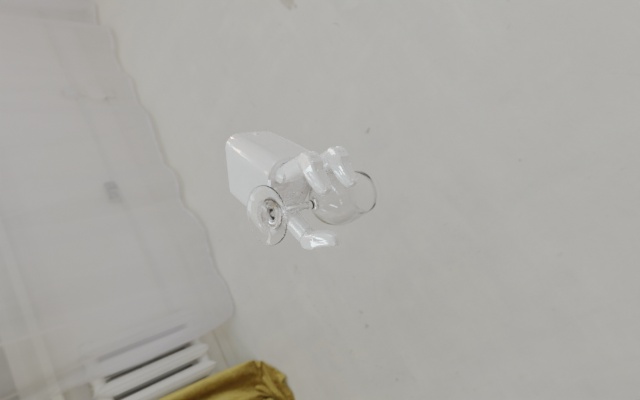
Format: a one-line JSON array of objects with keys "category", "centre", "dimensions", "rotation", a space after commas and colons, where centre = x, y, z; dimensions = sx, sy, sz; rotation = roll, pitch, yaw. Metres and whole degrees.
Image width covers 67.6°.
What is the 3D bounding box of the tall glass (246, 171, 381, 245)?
[{"category": "tall glass", "centre": [0.000, 0.002, 0.649], "dimensions": [0.079, 0.079, 0.201], "rotation": [0, 9, 43]}]
